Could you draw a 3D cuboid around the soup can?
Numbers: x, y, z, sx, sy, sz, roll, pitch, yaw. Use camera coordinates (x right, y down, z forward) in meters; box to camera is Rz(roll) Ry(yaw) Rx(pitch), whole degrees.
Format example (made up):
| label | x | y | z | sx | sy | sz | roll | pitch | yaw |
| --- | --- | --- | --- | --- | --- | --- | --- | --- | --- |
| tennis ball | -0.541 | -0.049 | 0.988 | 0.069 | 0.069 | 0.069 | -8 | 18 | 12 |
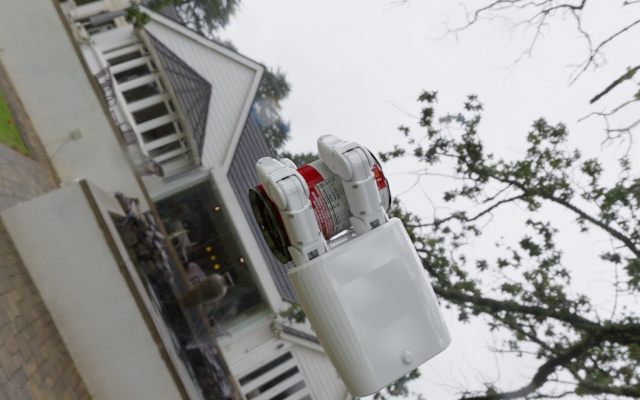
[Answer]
| label | x | y | z | sx | sy | sz | roll | pitch | yaw |
| --- | --- | --- | --- | --- | --- | --- | --- | --- | --- |
| soup can | 0.000 | 0.001 | 0.403 | 0.102 | 0.068 | 0.068 | -25 | 8 | -18 |
